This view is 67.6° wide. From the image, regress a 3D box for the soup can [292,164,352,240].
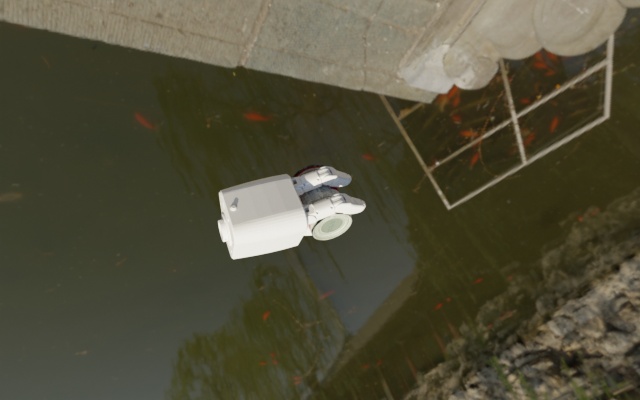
[{"bbox_3d":[0.001,0.003,0.750,0.068,0.102,0.069,-17,-34,-12],"label":"soup can"}]
